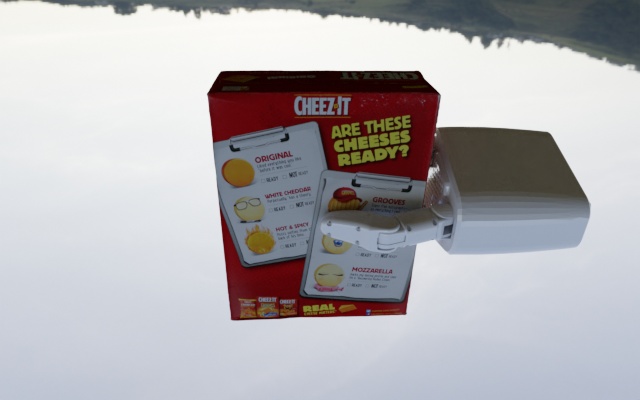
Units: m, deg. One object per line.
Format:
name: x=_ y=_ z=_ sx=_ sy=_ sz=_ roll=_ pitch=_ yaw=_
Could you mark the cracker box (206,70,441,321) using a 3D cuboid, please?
cracker box: x=0.000 y=0.002 z=0.407 sx=0.164 sy=0.214 sz=0.072 roll=-1 pitch=31 yaw=-3
